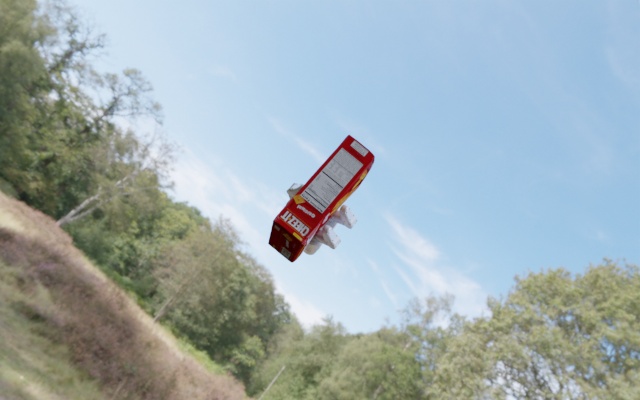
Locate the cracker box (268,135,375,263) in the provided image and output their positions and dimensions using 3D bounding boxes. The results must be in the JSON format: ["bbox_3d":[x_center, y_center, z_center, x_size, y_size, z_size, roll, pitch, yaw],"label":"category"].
[{"bbox_3d":[0.000,0.003,0.880,0.072,0.213,0.164,38,-20,5],"label":"cracker box"}]
